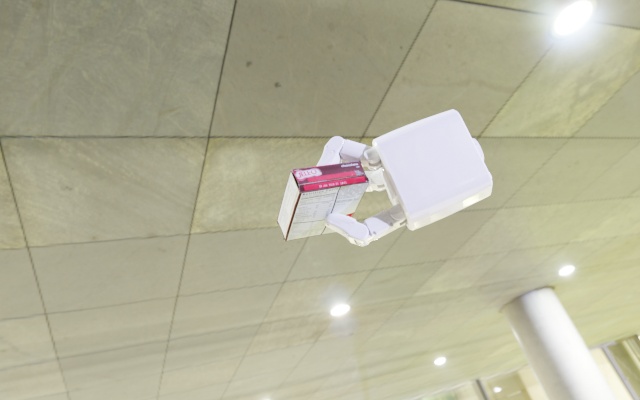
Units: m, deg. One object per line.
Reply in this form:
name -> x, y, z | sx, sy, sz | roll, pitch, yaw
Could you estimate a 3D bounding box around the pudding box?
pudding box -> 0.000, 0.002, 0.588 | 0.090, 0.039, 0.114 | -8, -34, -21
